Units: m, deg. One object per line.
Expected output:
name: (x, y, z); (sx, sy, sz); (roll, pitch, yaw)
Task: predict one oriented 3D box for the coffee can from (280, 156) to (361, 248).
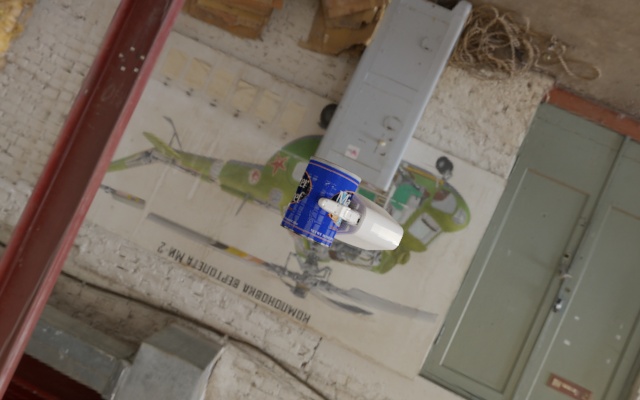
coffee can: (0.000, 0.003, 0.881); (0.103, 0.140, 0.103); (25, -2, 1)
